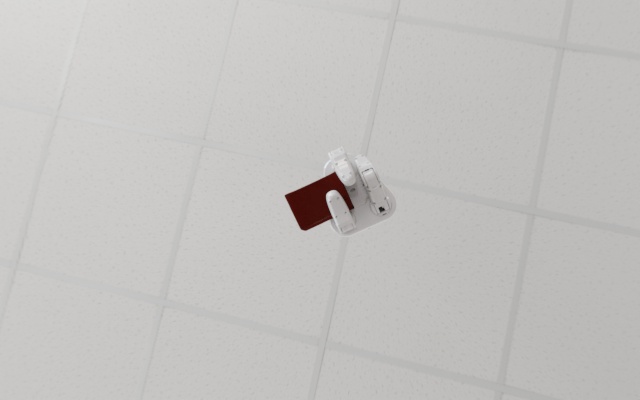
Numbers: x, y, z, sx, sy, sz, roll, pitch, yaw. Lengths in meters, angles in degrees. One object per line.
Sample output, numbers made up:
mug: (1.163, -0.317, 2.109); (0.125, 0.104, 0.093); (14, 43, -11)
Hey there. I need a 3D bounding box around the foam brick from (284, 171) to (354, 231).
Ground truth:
foam brick: (0.000, 0.002, 0.643); (0.078, 0.053, 0.051); (-24, -7, 3)
